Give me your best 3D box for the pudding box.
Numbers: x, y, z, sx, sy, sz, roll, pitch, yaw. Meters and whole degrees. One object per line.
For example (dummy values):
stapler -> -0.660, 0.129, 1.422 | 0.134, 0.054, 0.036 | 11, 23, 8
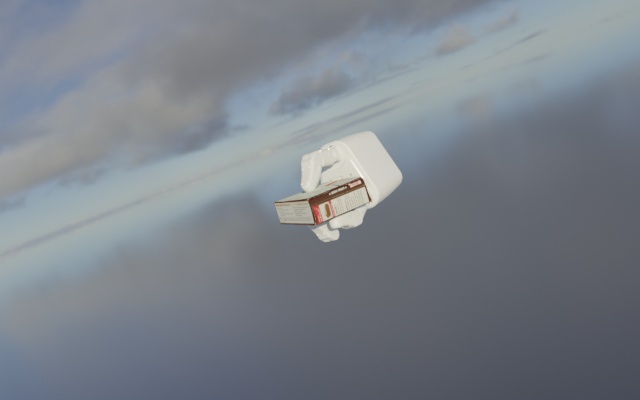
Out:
pudding box -> 0.000, 0.002, 0.646 | 0.090, 0.039, 0.113 | -23, 7, -26
